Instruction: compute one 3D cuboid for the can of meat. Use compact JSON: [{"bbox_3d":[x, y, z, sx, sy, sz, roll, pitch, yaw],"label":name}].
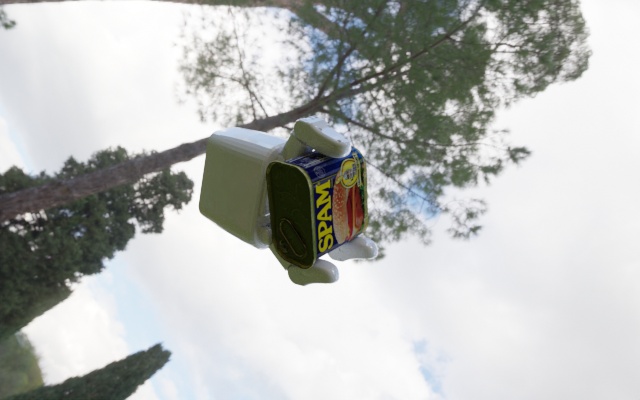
[{"bbox_3d":[0.000,0.001,0.460,0.057,0.102,0.084,18,31,40],"label":"can of meat"}]
